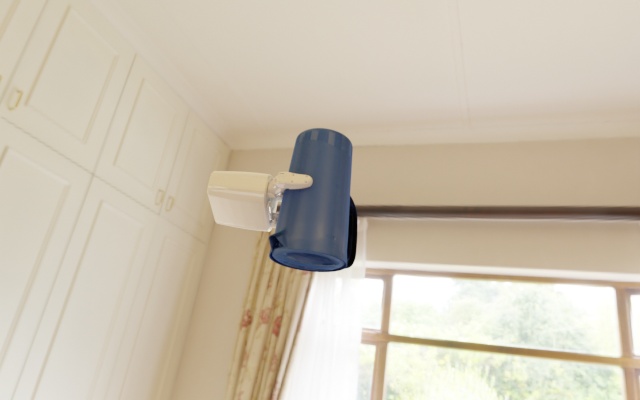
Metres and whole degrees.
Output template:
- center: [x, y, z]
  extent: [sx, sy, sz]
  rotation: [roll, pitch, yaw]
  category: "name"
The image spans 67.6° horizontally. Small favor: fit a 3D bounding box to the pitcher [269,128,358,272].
- center: [0.000, 0.003, 0.854]
  extent: [0.145, 0.242, 0.149]
  rotation: [6, -22, 5]
  category: "pitcher"
